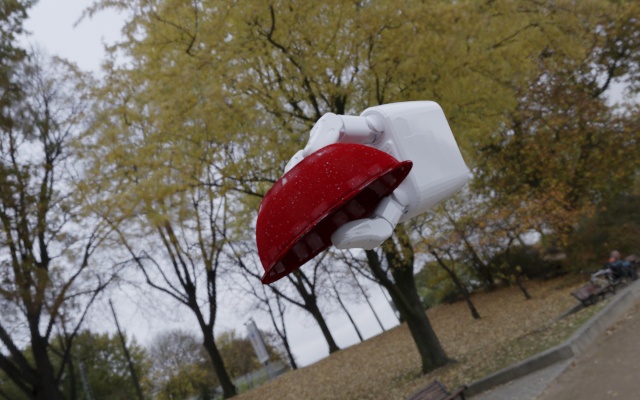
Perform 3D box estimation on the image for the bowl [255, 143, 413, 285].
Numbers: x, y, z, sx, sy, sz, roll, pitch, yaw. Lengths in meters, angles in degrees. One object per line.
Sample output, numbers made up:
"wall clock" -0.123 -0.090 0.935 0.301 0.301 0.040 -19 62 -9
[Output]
"bowl" -0.001 0.001 0.408 0.162 0.055 0.162 -38 -11 -8
